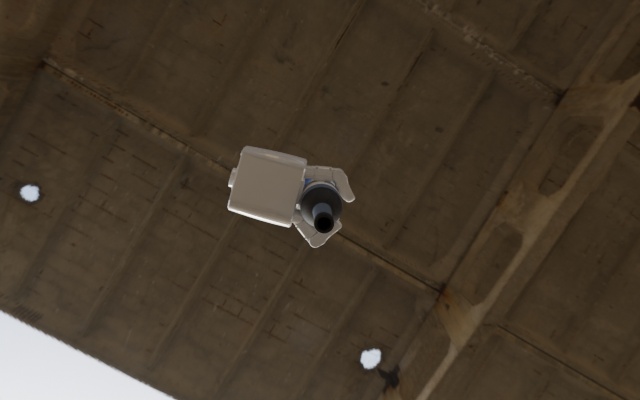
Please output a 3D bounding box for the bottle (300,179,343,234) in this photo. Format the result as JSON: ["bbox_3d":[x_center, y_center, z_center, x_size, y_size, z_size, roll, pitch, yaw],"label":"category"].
[{"bbox_3d":[0.000,0.003,0.778,0.069,0.069,0.295,0,11,-2],"label":"bottle"}]
